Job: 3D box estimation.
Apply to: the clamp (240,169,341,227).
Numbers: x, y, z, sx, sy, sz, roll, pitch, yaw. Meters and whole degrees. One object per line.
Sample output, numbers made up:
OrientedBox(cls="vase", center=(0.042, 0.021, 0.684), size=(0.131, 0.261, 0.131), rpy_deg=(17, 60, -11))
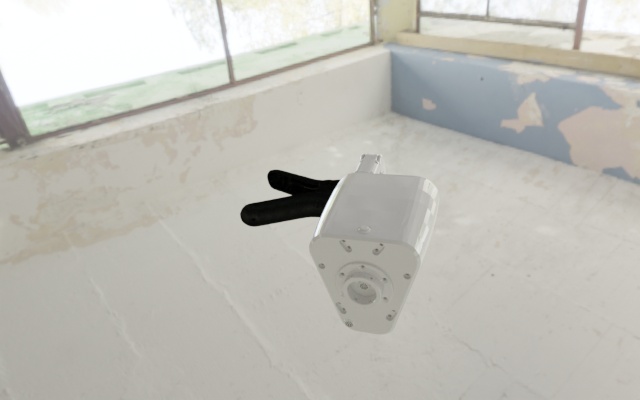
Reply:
OrientedBox(cls="clamp", center=(0.000, 0.002, 0.522), size=(0.171, 0.039, 0.120), rpy_deg=(4, 31, 18))
